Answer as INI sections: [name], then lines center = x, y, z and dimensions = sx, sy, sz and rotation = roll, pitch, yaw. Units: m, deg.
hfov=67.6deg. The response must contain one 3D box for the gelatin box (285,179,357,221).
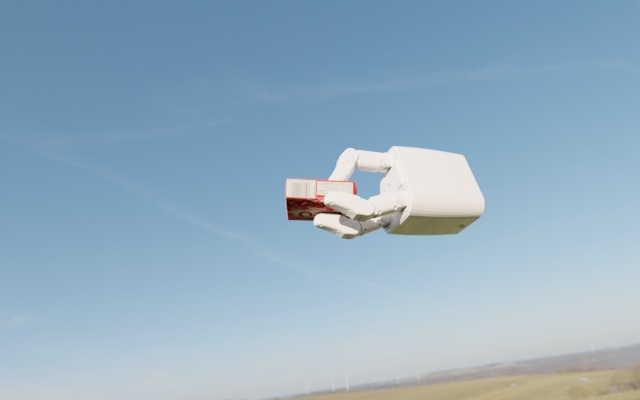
[gelatin box]
center = 0.000, 0.002, 0.620
dimensions = 0.089, 0.030, 0.073
rotation = 3, -25, 0
